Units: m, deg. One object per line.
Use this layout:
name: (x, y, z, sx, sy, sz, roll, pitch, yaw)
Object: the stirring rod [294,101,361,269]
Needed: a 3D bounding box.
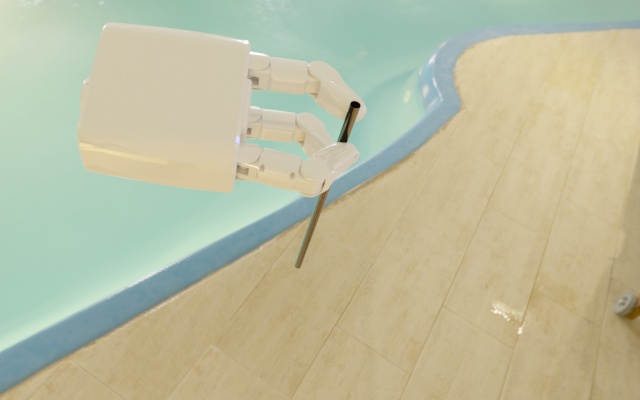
stirring rod: (0.000, 0.002, 0.440, 0.011, 0.011, 0.240, 0, -36, -15)
